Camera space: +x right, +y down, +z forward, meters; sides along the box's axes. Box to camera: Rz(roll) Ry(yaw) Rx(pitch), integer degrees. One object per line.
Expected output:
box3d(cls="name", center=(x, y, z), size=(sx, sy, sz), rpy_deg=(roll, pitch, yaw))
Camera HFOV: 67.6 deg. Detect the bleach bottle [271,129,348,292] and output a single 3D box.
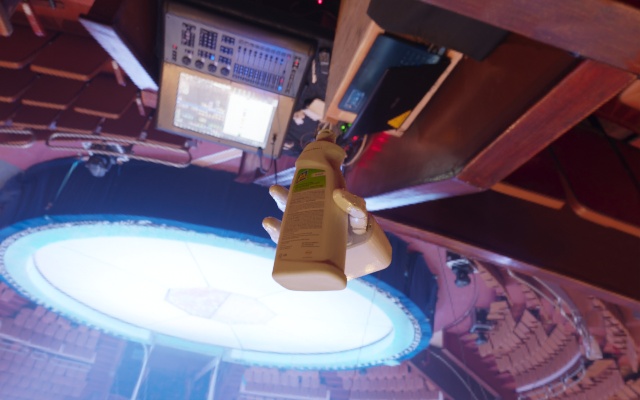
box3d(cls="bleach bottle", center=(0.000, 0.002, 0.688), size=(0.102, 0.250, 0.068), rpy_deg=(-6, -33, 26))
